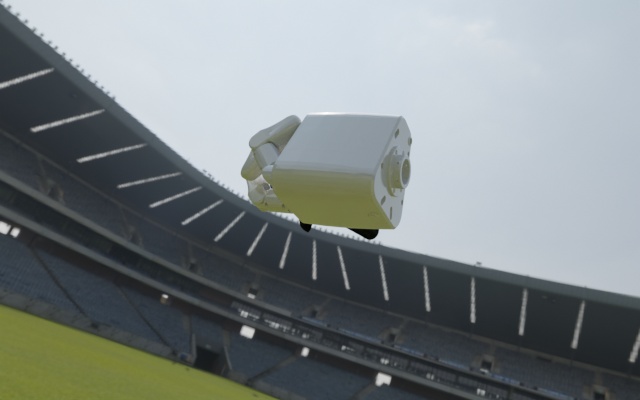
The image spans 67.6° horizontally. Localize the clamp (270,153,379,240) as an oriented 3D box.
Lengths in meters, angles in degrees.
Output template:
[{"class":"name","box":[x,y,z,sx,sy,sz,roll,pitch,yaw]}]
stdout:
[{"class":"clamp","box":[0.000,0.001,0.588,0.120,0.039,0.171,3,-26,26]}]
